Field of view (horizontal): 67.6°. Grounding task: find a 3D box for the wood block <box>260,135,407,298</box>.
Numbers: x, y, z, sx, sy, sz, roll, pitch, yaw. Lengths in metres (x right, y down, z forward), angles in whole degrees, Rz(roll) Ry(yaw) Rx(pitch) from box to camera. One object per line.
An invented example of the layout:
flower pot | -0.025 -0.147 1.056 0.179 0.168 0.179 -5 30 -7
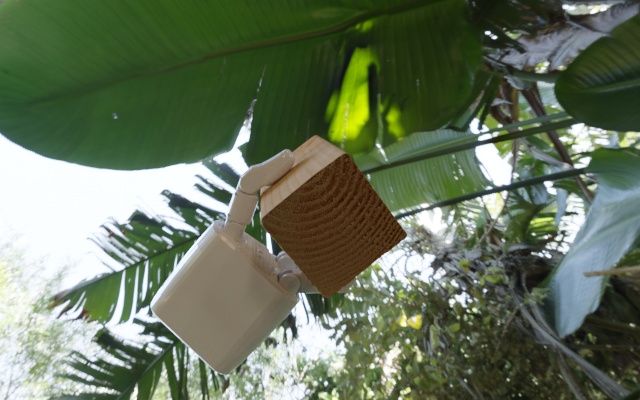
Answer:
wood block | 0.000 0.002 0.482 0.090 0.091 0.206 -38 14 2
